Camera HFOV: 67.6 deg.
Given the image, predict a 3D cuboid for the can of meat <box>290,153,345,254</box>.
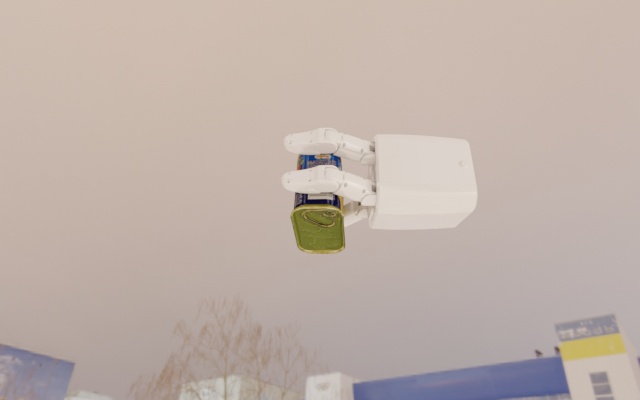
[{"bbox_3d":[0.000,0.002,0.557,0.057,0.084,0.102,0,-34,5],"label":"can of meat"}]
